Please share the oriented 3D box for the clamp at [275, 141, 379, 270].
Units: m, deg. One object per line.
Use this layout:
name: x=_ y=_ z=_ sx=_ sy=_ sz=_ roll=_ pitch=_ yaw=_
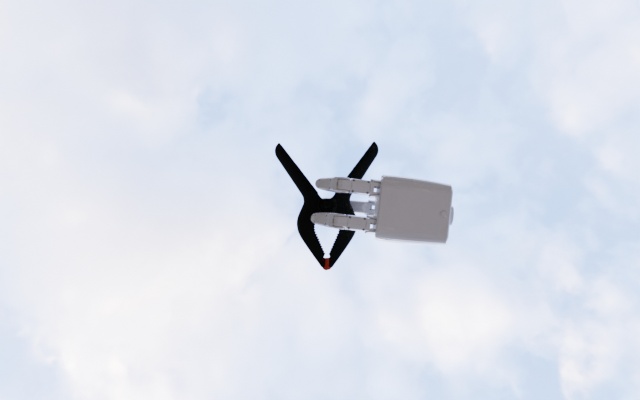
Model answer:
clamp: x=0.000 y=0.003 z=0.758 sx=0.164 sy=0.210 sz=0.036 roll=6 pitch=-4 yaw=4
